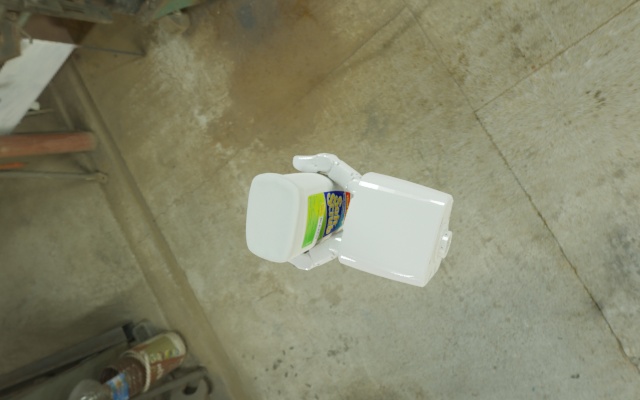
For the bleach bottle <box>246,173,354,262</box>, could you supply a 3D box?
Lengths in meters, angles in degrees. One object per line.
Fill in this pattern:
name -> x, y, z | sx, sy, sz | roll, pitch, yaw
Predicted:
bleach bottle -> 0.000, 0.002, 0.634 | 0.068, 0.102, 0.251 | 16, 16, 24
